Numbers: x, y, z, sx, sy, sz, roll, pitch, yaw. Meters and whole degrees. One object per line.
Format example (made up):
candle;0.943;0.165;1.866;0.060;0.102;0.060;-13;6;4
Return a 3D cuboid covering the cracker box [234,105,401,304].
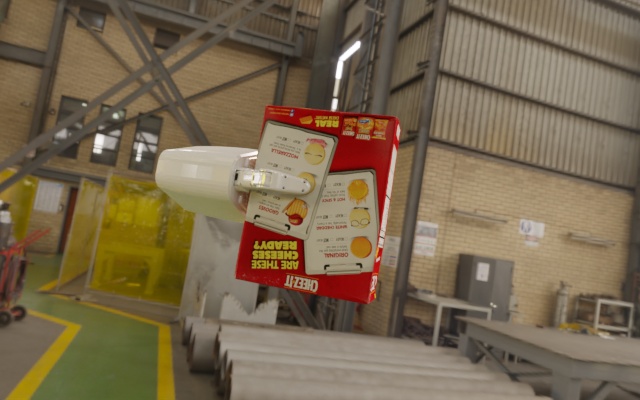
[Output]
cracker box;0.000;0.002;0.577;0.164;0.213;0.072;8;-5;16
